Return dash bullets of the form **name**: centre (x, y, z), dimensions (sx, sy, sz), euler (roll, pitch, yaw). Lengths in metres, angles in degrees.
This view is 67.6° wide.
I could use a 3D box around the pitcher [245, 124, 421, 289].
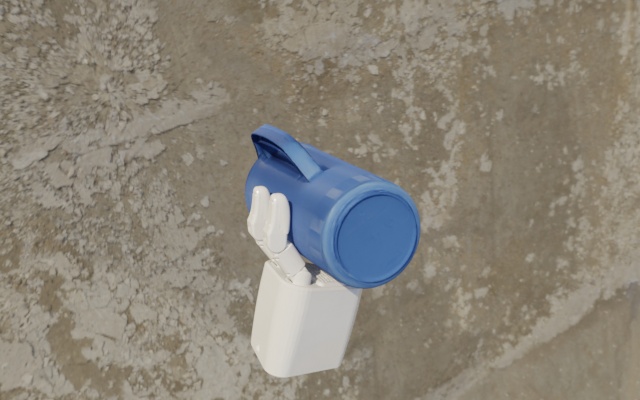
- **pitcher**: centre (0.000, 0.002, 0.550), dimensions (0.149, 0.145, 0.242), euler (10, 8, -25)
